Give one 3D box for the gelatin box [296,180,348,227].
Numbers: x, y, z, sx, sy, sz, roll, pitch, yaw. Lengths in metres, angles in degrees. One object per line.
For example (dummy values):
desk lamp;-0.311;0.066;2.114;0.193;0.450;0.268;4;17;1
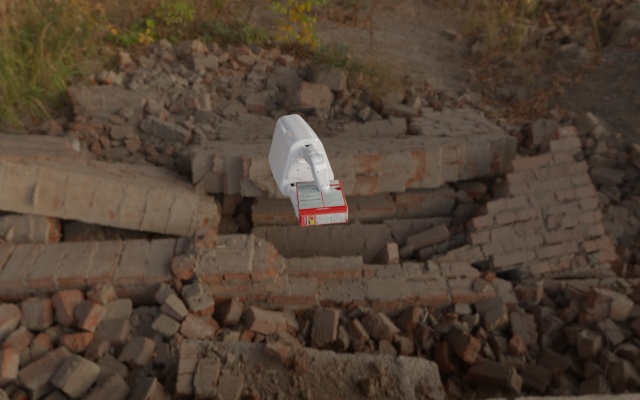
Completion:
gelatin box;0.000;0.002;0.744;0.073;0.030;0.089;-4;33;-4
